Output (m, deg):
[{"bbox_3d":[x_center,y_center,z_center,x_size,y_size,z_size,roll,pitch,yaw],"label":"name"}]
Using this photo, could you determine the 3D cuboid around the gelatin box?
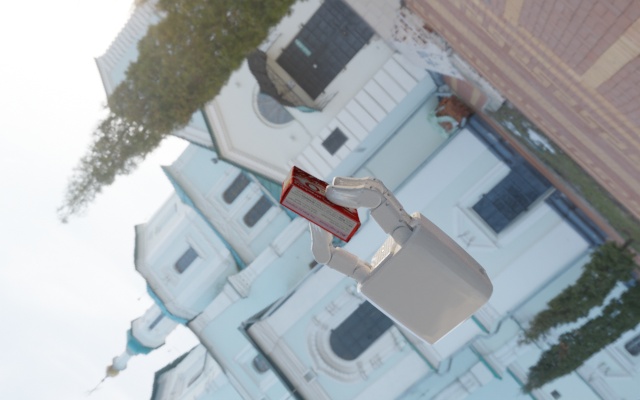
[{"bbox_3d":[0.000,0.002,0.535,0.089,0.030,0.073,30,16,-11],"label":"gelatin box"}]
